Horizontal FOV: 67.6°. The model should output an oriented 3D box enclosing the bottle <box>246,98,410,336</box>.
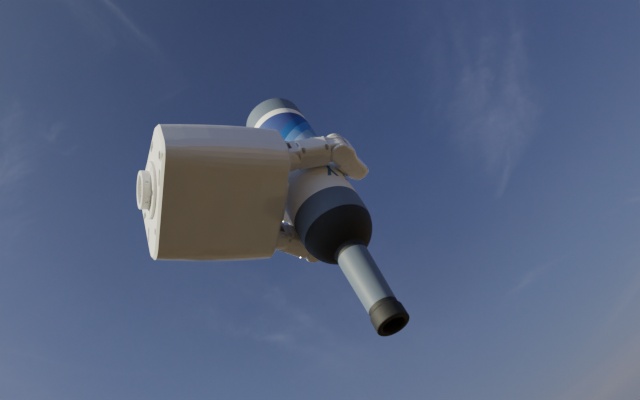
[{"bbox_3d":[0.000,0.001,0.456,0.069,0.069,0.295,0,39,-28],"label":"bottle"}]
